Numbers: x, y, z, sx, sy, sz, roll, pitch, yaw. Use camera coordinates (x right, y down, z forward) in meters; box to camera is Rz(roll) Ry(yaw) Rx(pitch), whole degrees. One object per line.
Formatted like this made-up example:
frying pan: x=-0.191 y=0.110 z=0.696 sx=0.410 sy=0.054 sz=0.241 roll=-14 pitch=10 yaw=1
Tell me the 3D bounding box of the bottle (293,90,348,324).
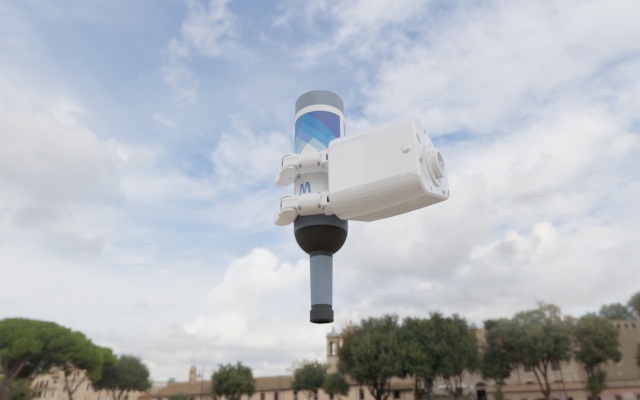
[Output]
bottle: x=0.000 y=0.002 z=0.592 sx=0.069 sy=0.295 sz=0.069 roll=0 pitch=-25 yaw=0
